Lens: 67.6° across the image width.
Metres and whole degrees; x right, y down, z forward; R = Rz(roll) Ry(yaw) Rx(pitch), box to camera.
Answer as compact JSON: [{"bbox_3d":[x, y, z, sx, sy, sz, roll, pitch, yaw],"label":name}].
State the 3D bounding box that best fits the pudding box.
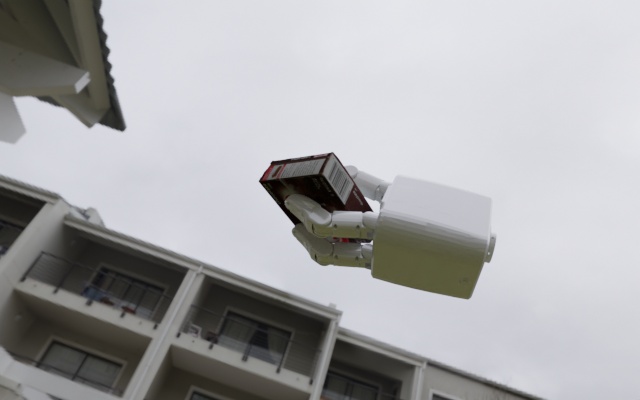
[{"bbox_3d":[0.000,0.002,0.528,0.090,0.039,0.113,-5,-47,38],"label":"pudding box"}]
